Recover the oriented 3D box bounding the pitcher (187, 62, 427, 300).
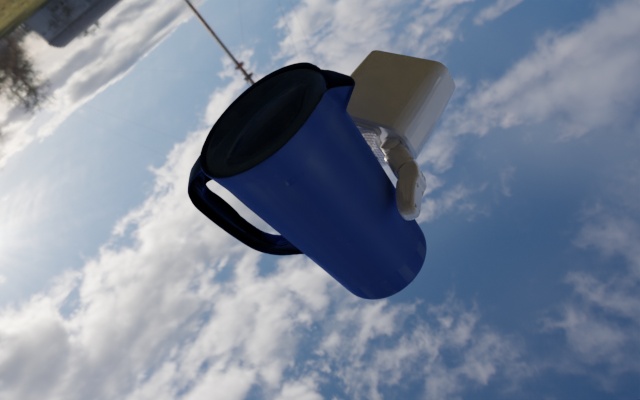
[{"bbox_3d":[0.000,0.001,0.476,0.149,0.145,0.243,10,-30,47],"label":"pitcher"}]
